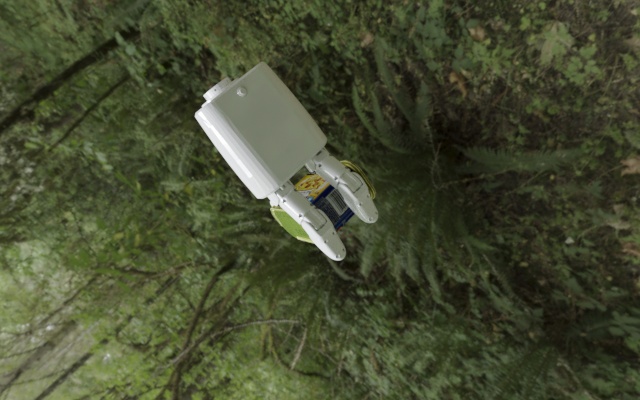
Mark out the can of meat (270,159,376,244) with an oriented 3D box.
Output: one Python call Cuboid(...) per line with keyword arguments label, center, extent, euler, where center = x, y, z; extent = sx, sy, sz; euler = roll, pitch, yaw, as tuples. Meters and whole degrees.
Cuboid(label="can of meat", center=(0.000, 0.002, 0.552), extent=(0.084, 0.057, 0.102), euler=(-44, 21, -20))
